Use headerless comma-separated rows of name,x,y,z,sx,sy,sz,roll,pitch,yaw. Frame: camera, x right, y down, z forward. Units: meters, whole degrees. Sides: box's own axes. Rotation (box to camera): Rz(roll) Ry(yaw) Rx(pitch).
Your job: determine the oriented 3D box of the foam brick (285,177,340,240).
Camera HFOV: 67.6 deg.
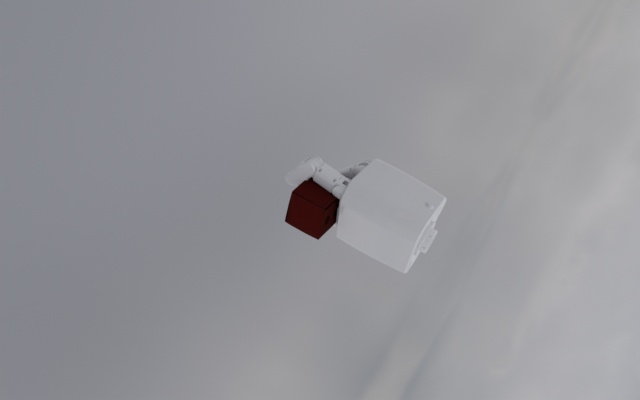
foam brick,0.000,0.002,0.613,0.051,0.053,0.078,30,42,17
